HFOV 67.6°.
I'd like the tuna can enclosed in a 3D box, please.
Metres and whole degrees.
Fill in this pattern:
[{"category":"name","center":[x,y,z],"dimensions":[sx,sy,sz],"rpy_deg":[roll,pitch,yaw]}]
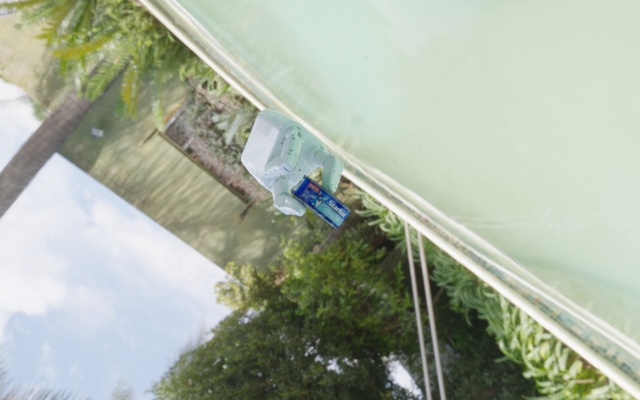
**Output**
[{"category":"tuna can","center":[0.000,0.003,0.685],"dimensions":[0.086,0.034,0.086],"rpy_deg":[38,-3,2]}]
